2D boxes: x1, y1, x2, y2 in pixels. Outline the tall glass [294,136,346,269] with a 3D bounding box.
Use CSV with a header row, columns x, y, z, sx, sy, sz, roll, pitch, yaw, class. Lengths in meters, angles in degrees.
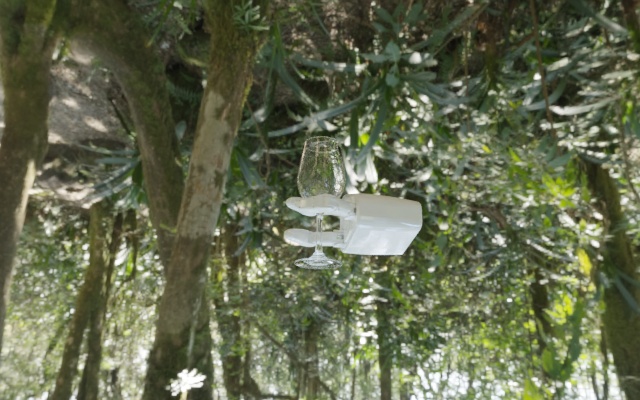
x,y,z,sx,sy,sz,roll,pitch,yaw,class
0.000,0.003,0.754,0.079,0.201,0.079,1,-18,0,tall glass
